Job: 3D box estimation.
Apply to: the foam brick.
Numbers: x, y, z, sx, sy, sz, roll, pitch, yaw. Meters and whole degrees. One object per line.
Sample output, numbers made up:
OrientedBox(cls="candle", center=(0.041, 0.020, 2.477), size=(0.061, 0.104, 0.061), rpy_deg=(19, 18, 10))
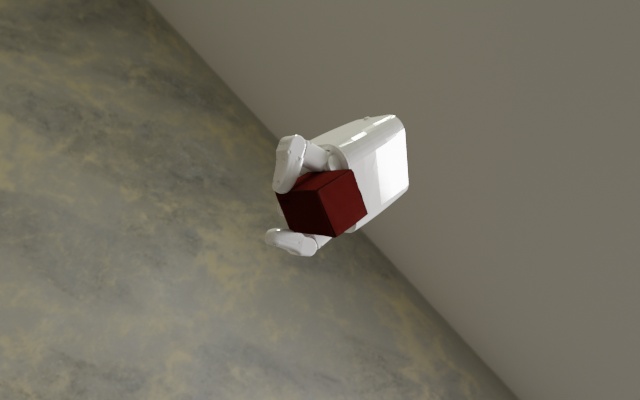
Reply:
OrientedBox(cls="foam brick", center=(0.000, 0.002, 0.492), size=(0.051, 0.053, 0.078), rpy_deg=(-31, 19, -32))
